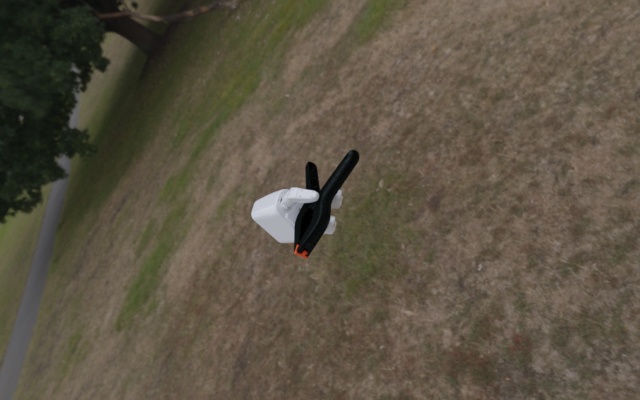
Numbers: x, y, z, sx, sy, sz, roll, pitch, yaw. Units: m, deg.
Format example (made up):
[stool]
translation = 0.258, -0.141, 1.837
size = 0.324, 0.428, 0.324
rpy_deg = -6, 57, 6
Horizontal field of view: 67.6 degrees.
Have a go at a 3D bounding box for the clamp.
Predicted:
[clamp]
translation = -0.001, 0.003, 0.885
size = 0.036, 0.210, 0.164
rpy_deg = 26, -24, -27
